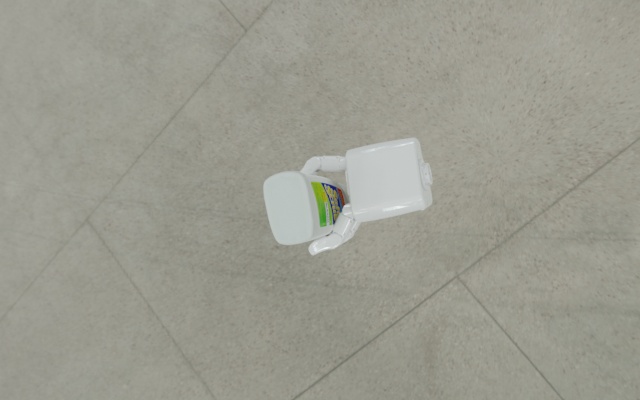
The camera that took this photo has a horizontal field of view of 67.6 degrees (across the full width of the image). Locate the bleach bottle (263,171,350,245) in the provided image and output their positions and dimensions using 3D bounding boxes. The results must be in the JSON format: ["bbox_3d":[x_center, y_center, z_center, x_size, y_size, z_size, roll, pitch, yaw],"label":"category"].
[{"bbox_3d":[0.000,0.003,0.750,0.068,0.102,0.251,-10,1,21],"label":"bleach bottle"}]
